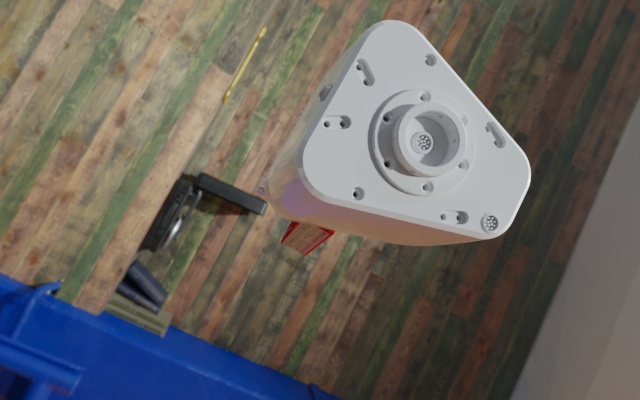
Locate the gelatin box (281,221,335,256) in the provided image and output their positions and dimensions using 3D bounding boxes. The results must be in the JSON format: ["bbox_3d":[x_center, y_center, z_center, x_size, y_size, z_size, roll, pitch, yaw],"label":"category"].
[{"bbox_3d":[0.000,0.002,0.405,0.030,0.073,0.089,27,-22,-5],"label":"gelatin box"}]
